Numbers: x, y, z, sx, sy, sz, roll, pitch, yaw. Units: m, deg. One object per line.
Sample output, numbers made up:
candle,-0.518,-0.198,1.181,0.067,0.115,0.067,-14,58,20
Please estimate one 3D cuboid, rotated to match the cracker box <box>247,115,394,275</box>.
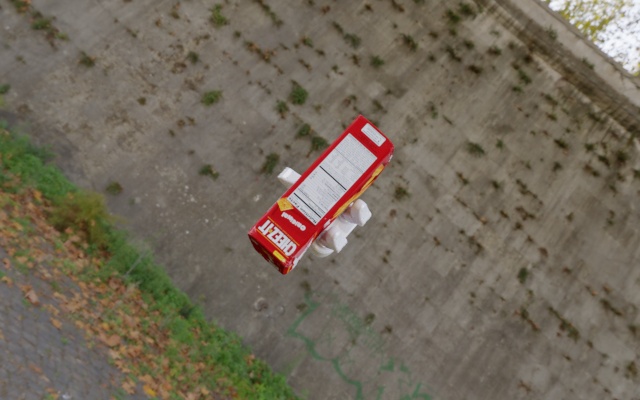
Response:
cracker box,0.000,0.002,0.668,0.072,0.213,0.164,41,-12,5
